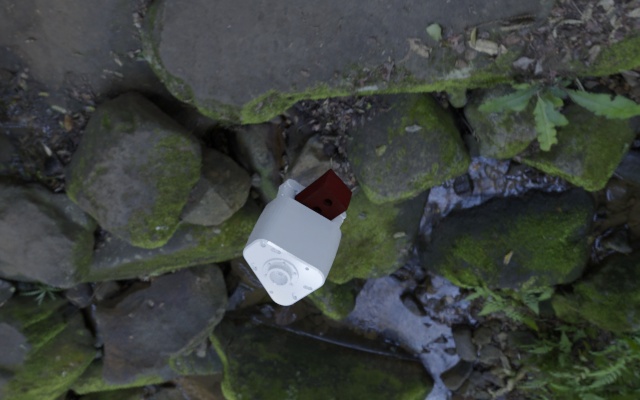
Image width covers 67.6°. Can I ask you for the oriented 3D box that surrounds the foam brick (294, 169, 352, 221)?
[{"bbox_3d":[0.000,0.002,0.708,0.078,0.053,0.051,-37,17,30],"label":"foam brick"}]
